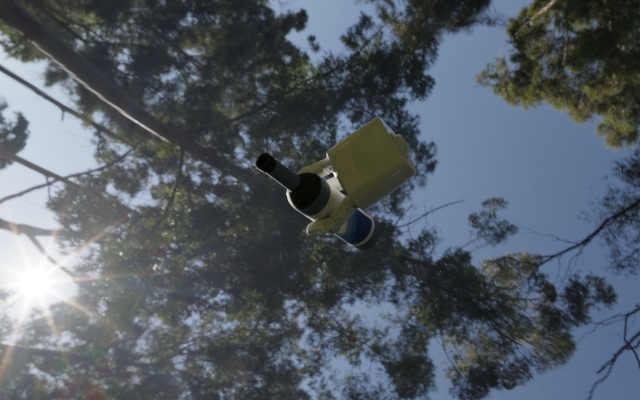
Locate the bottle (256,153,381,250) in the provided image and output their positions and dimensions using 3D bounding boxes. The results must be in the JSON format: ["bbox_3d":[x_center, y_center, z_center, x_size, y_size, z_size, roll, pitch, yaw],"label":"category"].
[{"bbox_3d":[0.000,0.003,0.801,0.069,0.069,0.296,0,-25,39],"label":"bottle"}]
